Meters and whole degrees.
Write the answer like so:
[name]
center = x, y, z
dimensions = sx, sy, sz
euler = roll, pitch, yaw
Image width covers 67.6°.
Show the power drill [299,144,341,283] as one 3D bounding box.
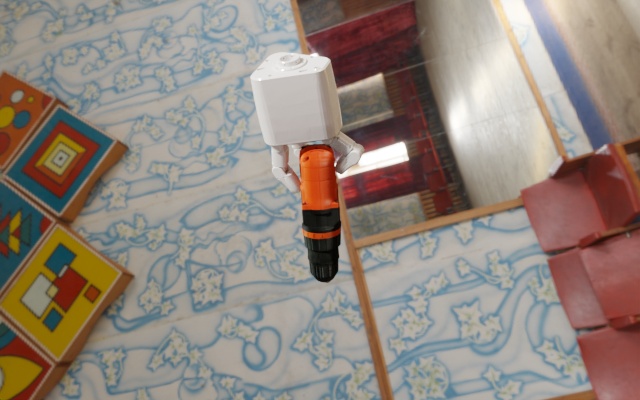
[power drill]
center = 0.000, 0.002, 0.696
dimensions = 0.057, 0.184, 0.187
euler = -2, 19, -2
